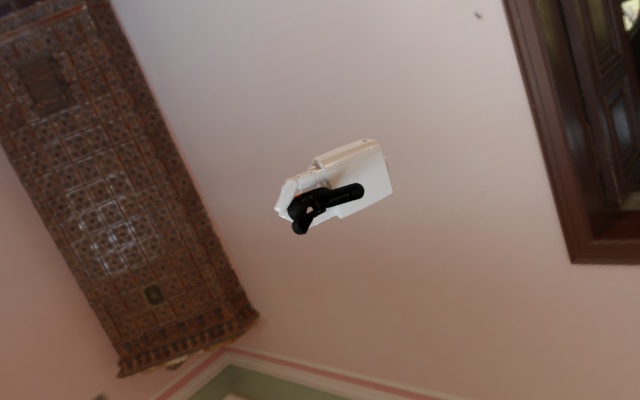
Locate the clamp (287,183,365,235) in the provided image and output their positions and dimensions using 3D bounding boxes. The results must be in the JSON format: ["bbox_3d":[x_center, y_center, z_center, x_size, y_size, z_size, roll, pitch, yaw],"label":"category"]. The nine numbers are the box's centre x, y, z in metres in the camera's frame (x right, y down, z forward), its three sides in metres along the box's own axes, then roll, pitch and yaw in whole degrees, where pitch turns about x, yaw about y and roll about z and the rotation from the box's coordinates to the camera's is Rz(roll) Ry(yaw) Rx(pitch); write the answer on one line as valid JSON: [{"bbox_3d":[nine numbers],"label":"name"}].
[{"bbox_3d":[0.000,0.003,0.749,0.120,0.039,0.171,-24,14,-6],"label":"clamp"}]
